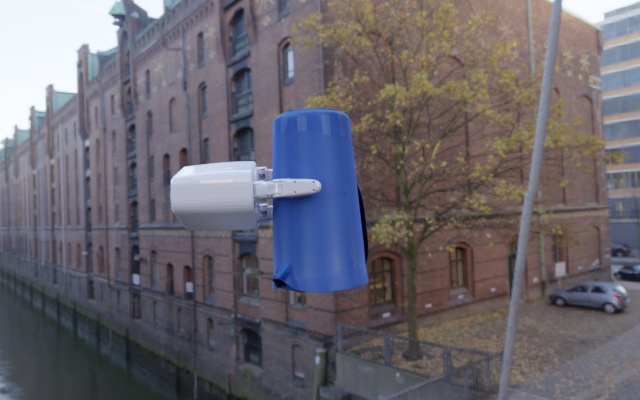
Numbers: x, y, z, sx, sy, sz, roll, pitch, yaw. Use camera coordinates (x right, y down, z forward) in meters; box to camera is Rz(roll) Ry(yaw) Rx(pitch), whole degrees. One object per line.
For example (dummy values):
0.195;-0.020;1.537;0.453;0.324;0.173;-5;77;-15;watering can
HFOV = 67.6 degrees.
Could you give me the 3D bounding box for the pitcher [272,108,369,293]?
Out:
0.000;0.002;0.670;0.145;0.243;0.149;-3;-1;-2;pitcher
